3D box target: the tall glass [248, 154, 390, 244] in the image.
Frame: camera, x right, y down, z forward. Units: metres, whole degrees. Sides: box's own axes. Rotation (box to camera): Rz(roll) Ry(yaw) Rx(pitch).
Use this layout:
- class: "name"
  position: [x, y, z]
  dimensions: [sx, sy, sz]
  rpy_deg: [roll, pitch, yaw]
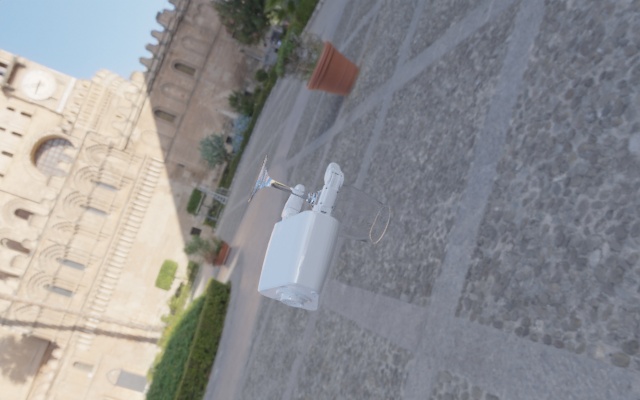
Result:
- class: "tall glass"
  position: [0.000, 0.002, 0.708]
  dimensions: [0.201, 0.079, 0.079]
  rpy_deg: [21, -4, -11]
